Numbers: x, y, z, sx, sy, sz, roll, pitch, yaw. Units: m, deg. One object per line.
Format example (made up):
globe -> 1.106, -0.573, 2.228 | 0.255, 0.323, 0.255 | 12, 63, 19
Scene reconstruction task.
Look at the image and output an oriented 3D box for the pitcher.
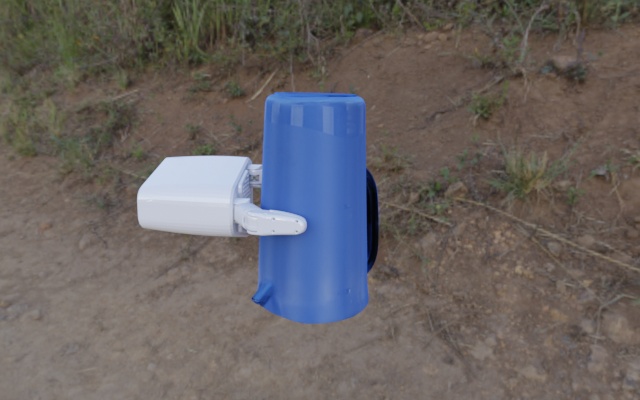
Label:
pitcher -> 0.000, 0.002, 0.547 | 0.145, 0.243, 0.149 | 2, 14, 4
